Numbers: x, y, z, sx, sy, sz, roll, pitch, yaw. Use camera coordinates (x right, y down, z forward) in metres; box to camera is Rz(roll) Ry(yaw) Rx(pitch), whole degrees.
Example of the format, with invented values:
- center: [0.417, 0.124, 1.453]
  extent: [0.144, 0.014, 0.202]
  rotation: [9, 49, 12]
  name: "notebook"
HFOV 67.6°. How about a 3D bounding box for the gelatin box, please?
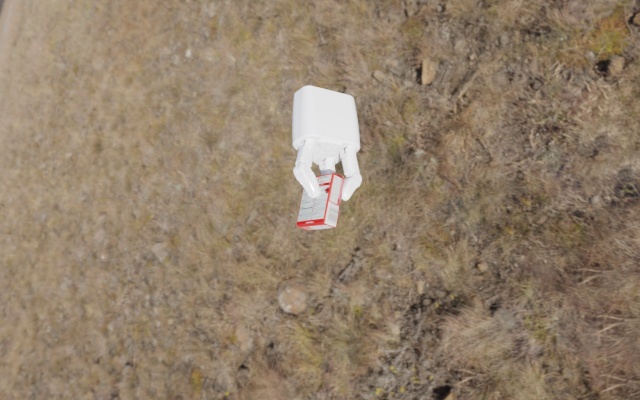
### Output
- center: [0.000, 0.003, 0.793]
  extent: [0.030, 0.089, 0.073]
  rotation: [24, -21, -37]
  name: "gelatin box"
